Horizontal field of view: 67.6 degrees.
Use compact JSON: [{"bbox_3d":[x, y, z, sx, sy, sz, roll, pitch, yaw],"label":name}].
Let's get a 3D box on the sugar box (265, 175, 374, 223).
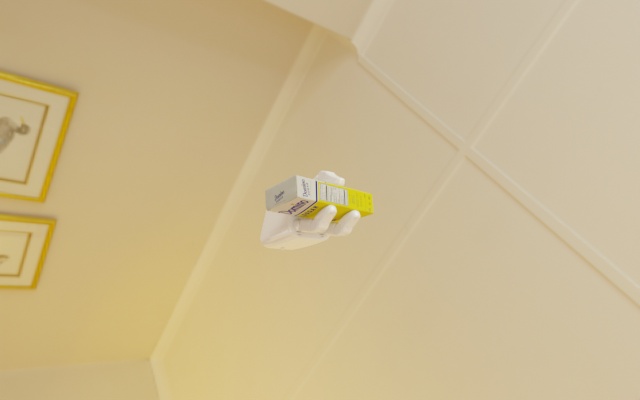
[{"bbox_3d":[0.000,0.003,0.844,0.176,0.048,0.093,9,-21,-38],"label":"sugar box"}]
